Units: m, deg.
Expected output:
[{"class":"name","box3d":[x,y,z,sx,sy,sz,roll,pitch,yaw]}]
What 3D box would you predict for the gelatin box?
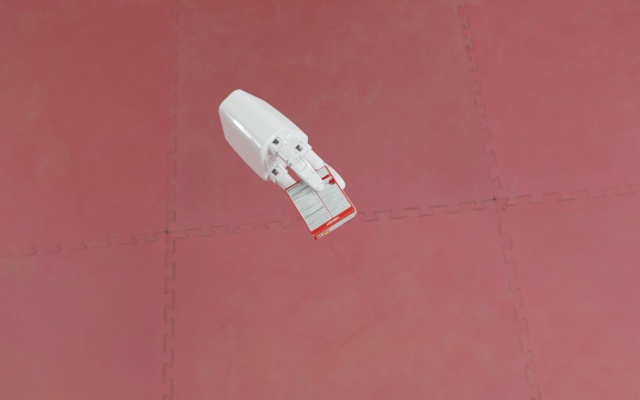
[{"class":"gelatin box","box3d":[0.000,0.002,0.710,0.073,0.089,0.030,-32,-21,-2]}]
